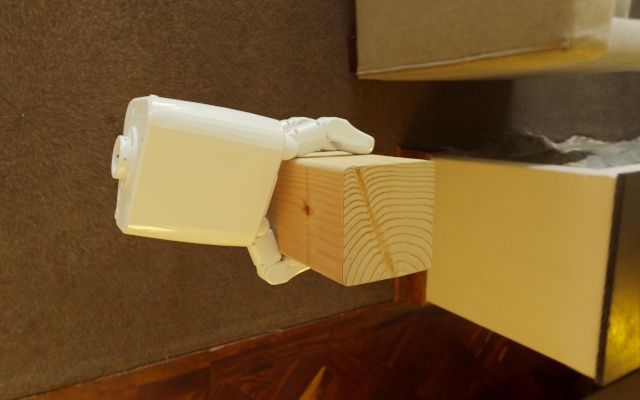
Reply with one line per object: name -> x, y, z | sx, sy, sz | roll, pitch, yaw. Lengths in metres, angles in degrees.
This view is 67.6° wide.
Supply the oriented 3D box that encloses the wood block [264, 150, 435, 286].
wood block -> 0.000, 0.002, 0.447 | 0.090, 0.091, 0.206 | -6, 12, -31
